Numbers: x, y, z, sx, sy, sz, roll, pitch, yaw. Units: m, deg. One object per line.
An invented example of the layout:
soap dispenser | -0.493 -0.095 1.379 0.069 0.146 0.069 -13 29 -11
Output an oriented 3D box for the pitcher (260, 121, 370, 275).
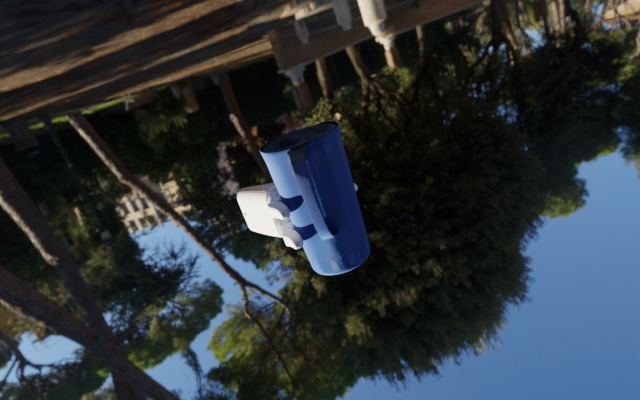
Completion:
pitcher | 0.000 0.003 0.791 0.145 0.243 0.149 2 29 48
